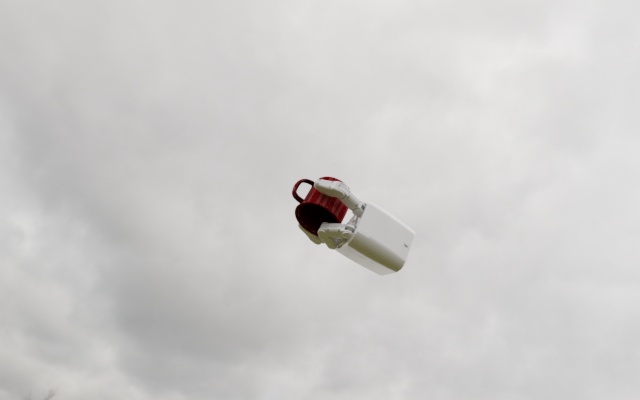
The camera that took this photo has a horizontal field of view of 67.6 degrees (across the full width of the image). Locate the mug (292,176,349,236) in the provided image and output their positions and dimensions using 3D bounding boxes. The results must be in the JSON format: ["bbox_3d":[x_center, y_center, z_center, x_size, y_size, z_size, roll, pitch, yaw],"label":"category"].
[{"bbox_3d":[-0.001,0.002,0.893,0.117,0.081,0.093,34,-38,-6],"label":"mug"}]
